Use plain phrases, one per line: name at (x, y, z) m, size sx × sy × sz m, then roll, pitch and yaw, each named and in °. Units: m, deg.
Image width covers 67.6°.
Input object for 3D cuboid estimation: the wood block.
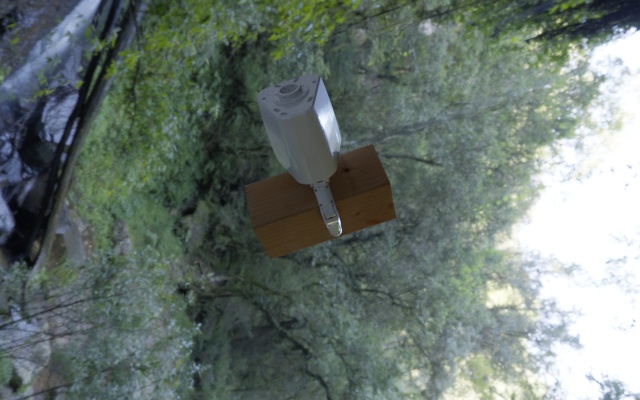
wood block at (0.000, 0.002, 0.733) m, size 0.206 × 0.090 × 0.090 m, roll -18°, pitch -40°, yaw 1°
